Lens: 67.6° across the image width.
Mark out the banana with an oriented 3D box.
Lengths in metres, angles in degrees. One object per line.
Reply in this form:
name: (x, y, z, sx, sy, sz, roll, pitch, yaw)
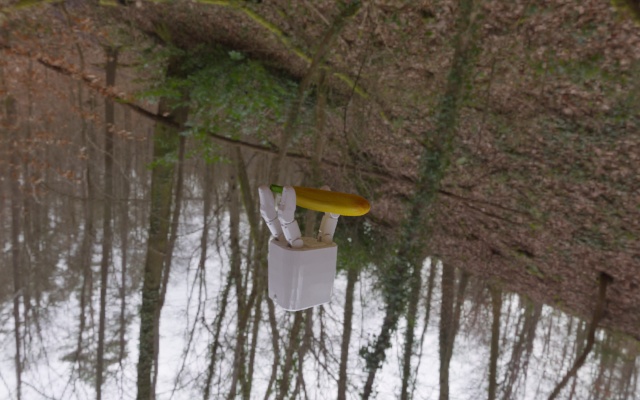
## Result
banana: (0.009, 0.002, 0.782, 0.198, 0.037, 0.069, 9, 6, 36)
